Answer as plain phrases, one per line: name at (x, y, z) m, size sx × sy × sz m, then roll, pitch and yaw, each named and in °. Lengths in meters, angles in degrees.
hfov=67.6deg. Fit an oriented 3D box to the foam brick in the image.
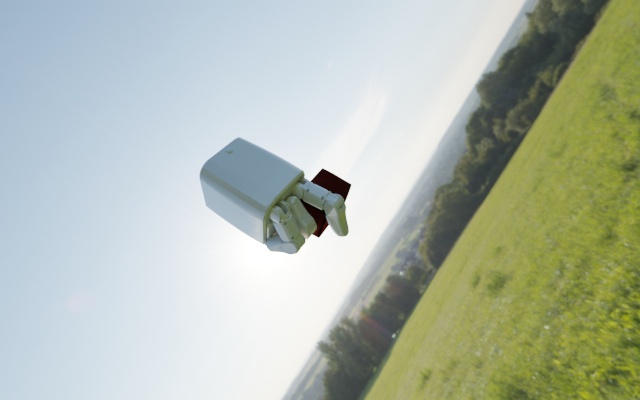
foam brick at (0.000, 0.002, 0.670) m, size 0.051 × 0.053 × 0.078 m, roll 30°, pitch 45°, yaw 11°
